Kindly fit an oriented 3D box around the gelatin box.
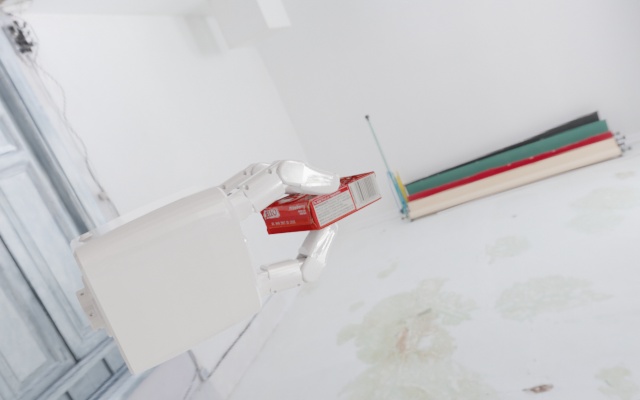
[{"bbox_3d":[0.000,0.002,0.441,0.089,0.030,0.073,-24,11,-40],"label":"gelatin box"}]
